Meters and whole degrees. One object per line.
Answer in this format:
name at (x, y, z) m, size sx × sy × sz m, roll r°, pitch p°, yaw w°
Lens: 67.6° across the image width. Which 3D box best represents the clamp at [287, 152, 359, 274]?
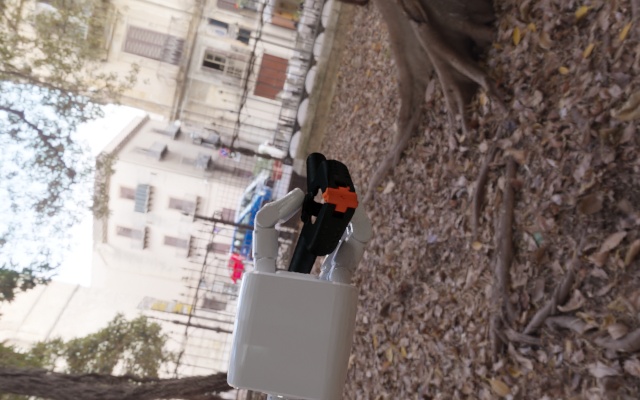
clamp at (-0.001, 0.002, 0.499) m, size 0.036 × 0.164 × 0.210 m, roll 10°, pitch -16°, yaw -9°
